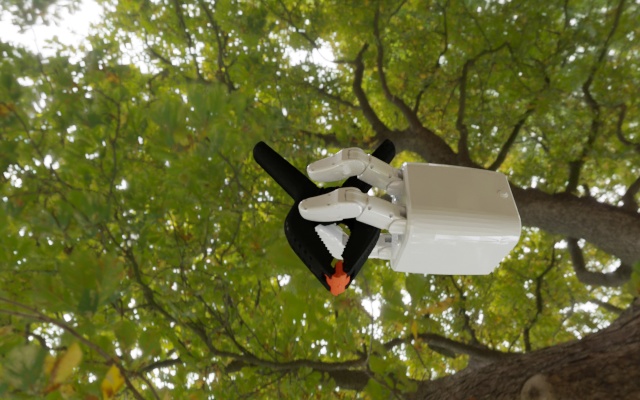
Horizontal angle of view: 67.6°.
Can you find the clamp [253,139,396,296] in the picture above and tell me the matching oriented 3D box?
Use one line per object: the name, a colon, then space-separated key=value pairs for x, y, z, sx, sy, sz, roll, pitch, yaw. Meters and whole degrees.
clamp: x=0.000 y=0.003 z=0.494 sx=0.164 sy=0.036 sz=0.209 roll=3 pitch=44 yaw=2
